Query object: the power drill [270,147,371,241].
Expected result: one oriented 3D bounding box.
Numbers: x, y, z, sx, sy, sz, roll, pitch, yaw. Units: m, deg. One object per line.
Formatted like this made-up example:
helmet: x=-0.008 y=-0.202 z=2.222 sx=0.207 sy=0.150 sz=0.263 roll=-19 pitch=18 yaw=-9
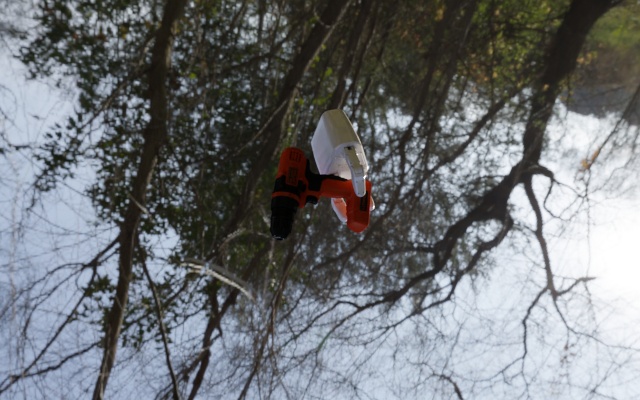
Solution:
power drill: x=0.001 y=0.003 z=0.898 sx=0.188 sy=0.184 sz=0.057 roll=16 pitch=-24 yaw=-19
